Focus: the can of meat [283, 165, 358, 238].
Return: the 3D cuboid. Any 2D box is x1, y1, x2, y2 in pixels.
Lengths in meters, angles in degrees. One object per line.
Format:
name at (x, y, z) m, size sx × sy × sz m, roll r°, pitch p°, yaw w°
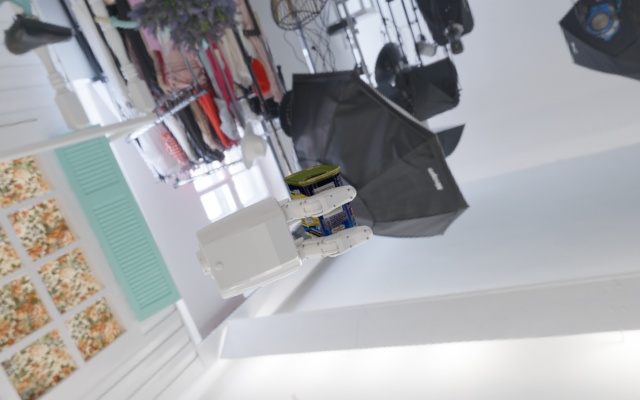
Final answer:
can of meat at (0.000, 0.002, 0.630) m, size 0.057 × 0.084 × 0.102 m, roll -23°, pitch 12°, yaw -17°
